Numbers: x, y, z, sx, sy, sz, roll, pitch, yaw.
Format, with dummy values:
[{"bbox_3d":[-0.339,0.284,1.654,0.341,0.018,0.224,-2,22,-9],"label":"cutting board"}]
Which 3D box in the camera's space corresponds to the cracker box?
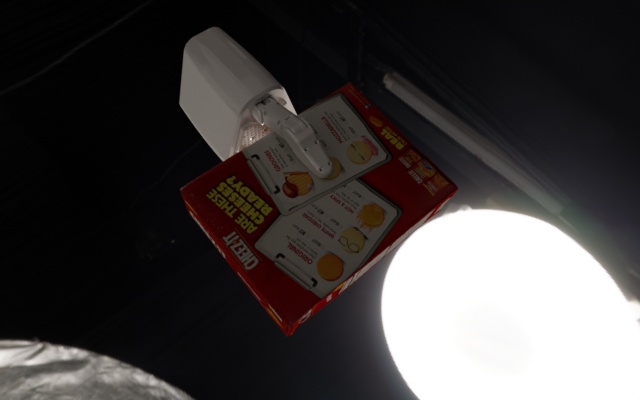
[{"bbox_3d":[0.000,0.001,0.478,0.213,0.164,0.072,-36,-17,-19],"label":"cracker box"}]
